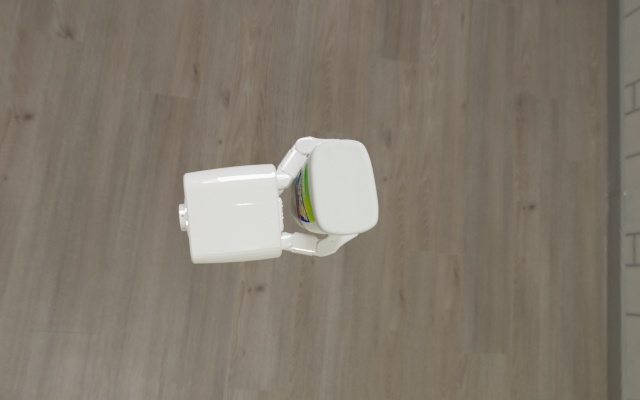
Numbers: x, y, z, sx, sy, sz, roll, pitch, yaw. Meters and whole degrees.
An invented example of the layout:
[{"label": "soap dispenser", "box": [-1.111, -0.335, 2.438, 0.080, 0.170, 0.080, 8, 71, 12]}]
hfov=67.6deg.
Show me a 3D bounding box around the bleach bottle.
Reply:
[{"label": "bleach bottle", "box": [0.000, 0.002, 0.601, 0.068, 0.102, 0.251, -5, -7, -12]}]
